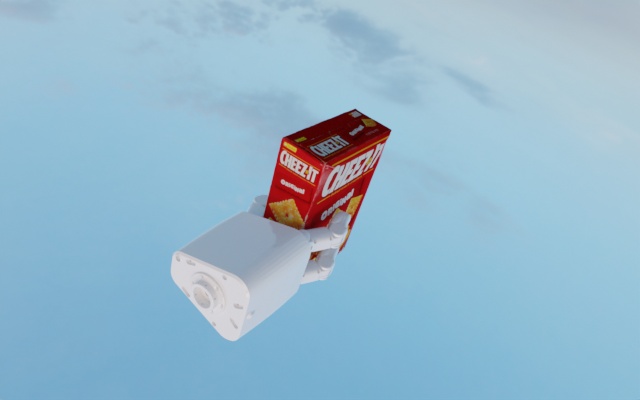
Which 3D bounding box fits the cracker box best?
[{"bbox_3d":[0.000,0.002,0.635,0.072,0.214,0.164,33,37,20],"label":"cracker box"}]
